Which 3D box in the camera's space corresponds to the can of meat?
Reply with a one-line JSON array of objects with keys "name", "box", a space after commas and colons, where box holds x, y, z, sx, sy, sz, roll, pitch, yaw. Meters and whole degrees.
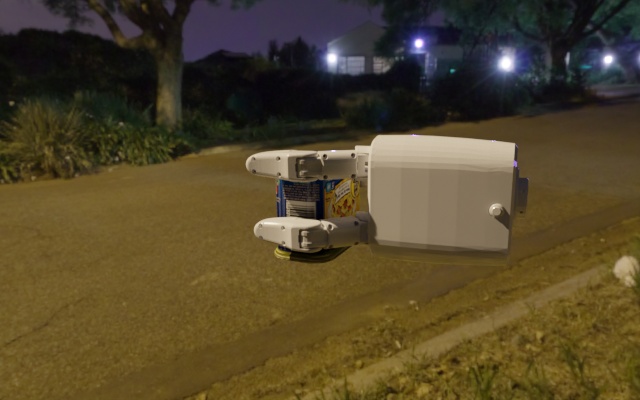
[{"name": "can of meat", "box": [0.000, 0.001, 0.439, 0.057, 0.084, 0.102, 5, 14, 25]}]
